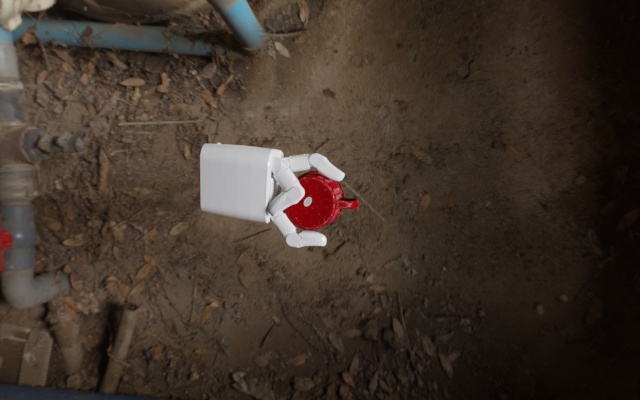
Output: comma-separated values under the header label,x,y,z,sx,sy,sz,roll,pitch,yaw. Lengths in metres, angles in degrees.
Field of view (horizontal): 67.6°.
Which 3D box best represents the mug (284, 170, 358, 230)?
label,x,y,z,sx,sy,sz,roll,pitch,yaw
mug,0.002,0.003,0.739,0.117,0.093,0.081,7,6,7
